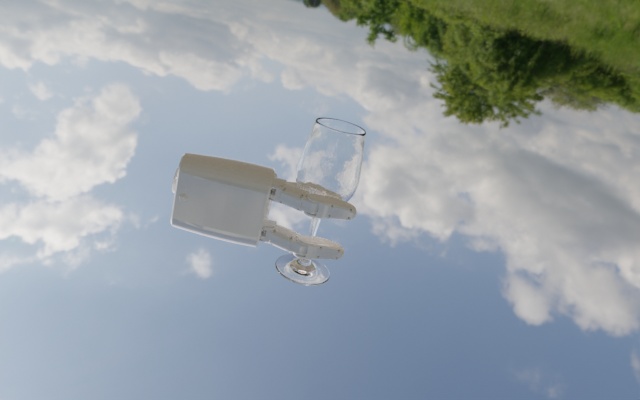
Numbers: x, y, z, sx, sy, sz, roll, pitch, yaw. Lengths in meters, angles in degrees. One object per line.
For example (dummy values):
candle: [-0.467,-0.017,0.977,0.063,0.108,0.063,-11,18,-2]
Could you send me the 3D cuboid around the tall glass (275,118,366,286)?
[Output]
tall glass: [0.000,0.003,0.595,0.079,0.201,0.079,13,21,-5]
